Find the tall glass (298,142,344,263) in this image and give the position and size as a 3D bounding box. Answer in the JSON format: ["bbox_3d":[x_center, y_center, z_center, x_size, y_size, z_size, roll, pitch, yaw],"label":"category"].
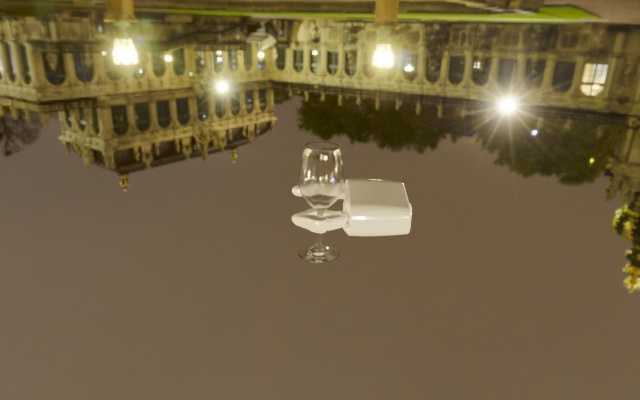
[{"bbox_3d":[0.000,0.003,0.831,0.079,0.201,0.079,1,19,0],"label":"tall glass"}]
